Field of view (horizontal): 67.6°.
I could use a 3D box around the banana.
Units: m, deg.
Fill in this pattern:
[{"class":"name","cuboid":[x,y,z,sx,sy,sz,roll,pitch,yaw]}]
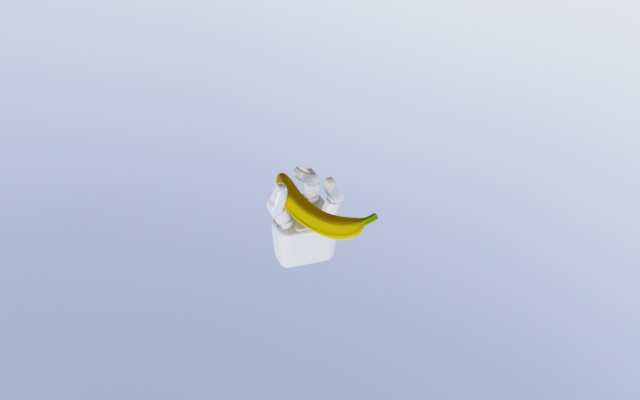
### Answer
[{"class":"banana","cuboid":[-0.008,0.016,0.777,0.197,0.069,0.037,26,-33,25]}]
